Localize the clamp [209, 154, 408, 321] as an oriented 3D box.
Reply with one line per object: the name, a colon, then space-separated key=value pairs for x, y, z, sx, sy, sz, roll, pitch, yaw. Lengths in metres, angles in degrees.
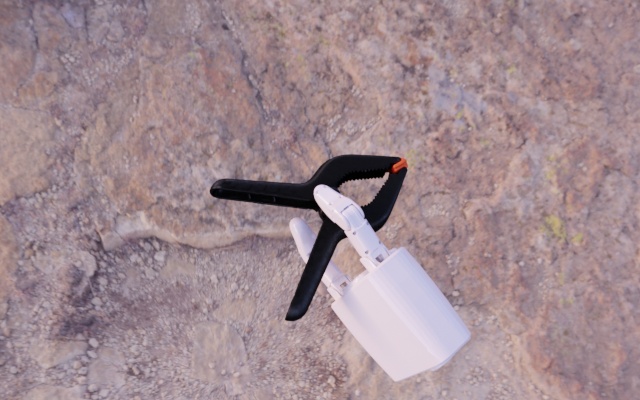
clamp: x=0.001 y=0.001 z=0.507 sx=0.210 sy=0.164 sz=0.036 roll=-35 pitch=-13 yaw=-20
